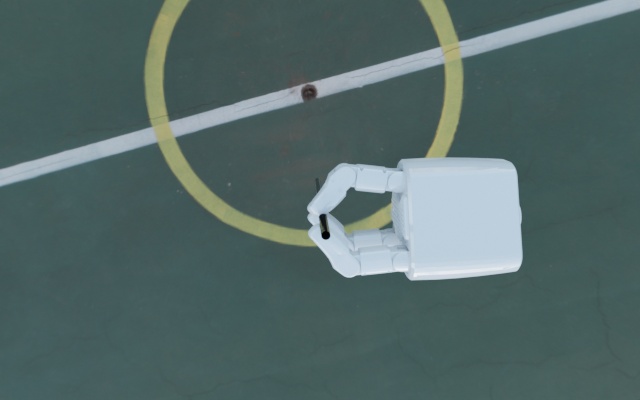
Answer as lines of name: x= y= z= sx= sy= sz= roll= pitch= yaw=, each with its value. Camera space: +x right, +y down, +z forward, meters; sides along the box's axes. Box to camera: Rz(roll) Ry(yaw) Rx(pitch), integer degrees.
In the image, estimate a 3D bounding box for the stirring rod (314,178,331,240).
stirring rod: x=0.000 y=0.002 z=0.523 sx=0.011 sy=0.011 sz=0.239 roll=0 pitch=14 yaw=-2
